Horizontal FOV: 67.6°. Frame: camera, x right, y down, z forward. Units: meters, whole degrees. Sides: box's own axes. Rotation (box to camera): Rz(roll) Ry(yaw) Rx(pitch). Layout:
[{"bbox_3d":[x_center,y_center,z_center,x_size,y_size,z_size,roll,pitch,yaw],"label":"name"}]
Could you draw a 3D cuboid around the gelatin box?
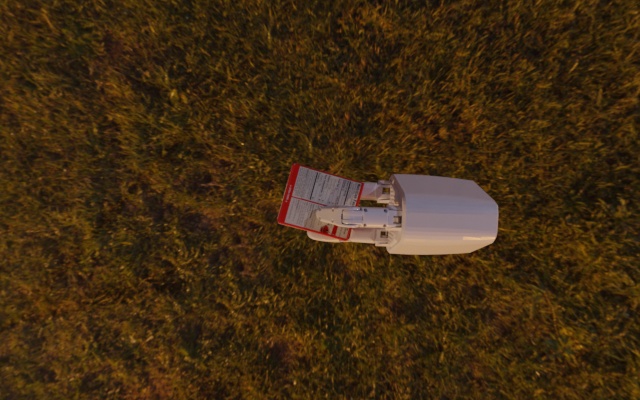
[{"bbox_3d":[0.000,0.002,0.570,0.089,0.073,0.030,15,2,-6],"label":"gelatin box"}]
